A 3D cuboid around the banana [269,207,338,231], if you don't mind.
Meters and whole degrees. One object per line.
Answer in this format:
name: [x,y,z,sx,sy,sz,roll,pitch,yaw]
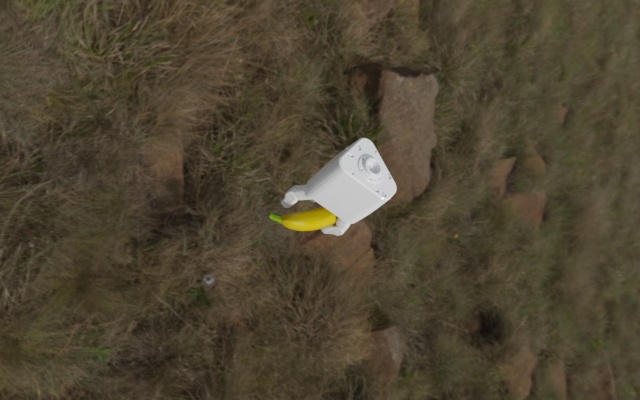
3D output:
banana: [0.007,0.017,0.887,0.198,0.069,0.037,-17,-34,-32]
